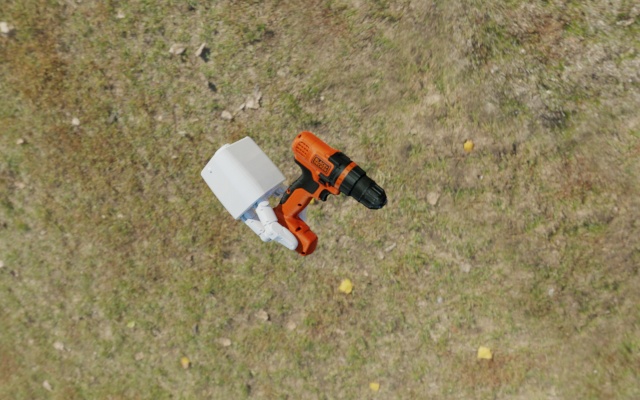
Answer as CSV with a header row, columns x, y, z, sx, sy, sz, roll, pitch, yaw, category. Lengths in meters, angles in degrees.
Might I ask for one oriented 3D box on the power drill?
x,y,z,sx,sy,sz,roll,pitch,yaw,category
0.000,0.003,0.813,0.184,0.188,0.057,39,26,14,power drill
